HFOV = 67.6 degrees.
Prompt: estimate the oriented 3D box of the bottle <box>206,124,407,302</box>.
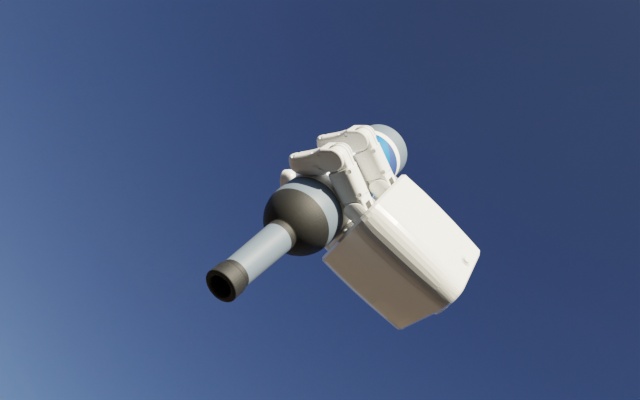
[{"bbox_3d":[0.000,0.001,0.453,0.069,0.069,0.295,0,24,32],"label":"bottle"}]
